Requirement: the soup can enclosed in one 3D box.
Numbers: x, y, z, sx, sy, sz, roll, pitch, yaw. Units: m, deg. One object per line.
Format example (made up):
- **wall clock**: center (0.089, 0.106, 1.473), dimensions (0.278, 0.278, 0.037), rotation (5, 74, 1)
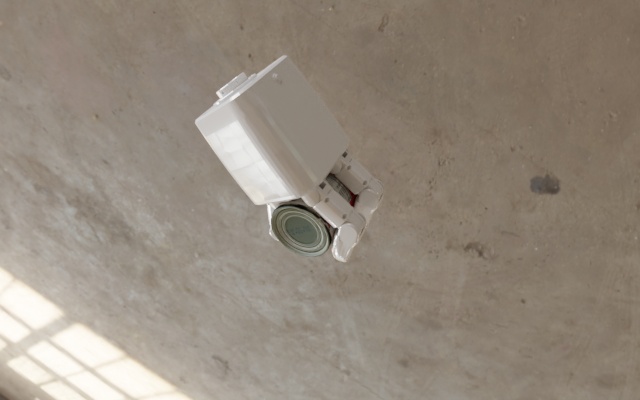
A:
- **soup can**: center (0.000, 0.002, 0.502), dimensions (0.068, 0.068, 0.102), rotation (0, 36, 30)
